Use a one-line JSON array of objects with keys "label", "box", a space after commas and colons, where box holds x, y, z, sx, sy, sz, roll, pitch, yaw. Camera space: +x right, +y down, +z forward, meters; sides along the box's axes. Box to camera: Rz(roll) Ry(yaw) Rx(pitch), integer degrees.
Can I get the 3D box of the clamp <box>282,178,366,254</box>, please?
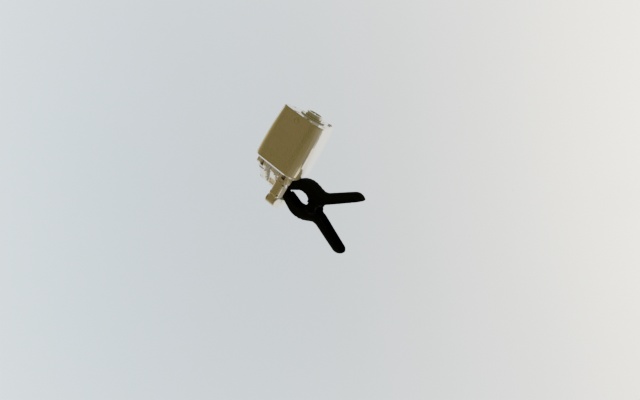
[{"label": "clamp", "box": [0.000, 0.003, 0.859, 0.171, 0.120, 0.039, 37, 21, 17]}]
